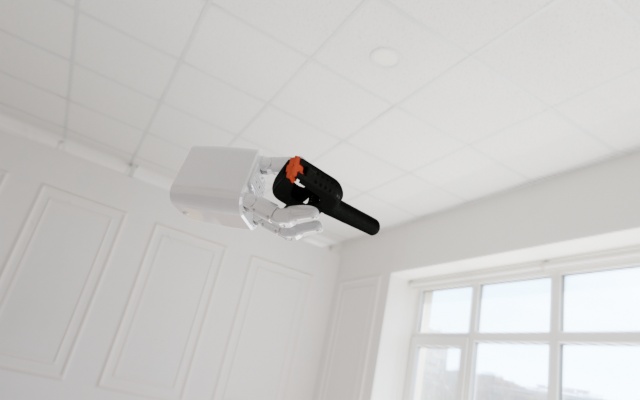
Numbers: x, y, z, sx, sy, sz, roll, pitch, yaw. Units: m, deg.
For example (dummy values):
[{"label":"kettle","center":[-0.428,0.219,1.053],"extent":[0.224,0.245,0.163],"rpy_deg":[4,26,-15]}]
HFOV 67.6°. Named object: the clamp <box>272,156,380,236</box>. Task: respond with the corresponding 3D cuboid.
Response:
[{"label":"clamp","center":[0.000,0.001,0.659],"extent":[0.164,0.036,0.210],"rpy_deg":[5,-23,9]}]
